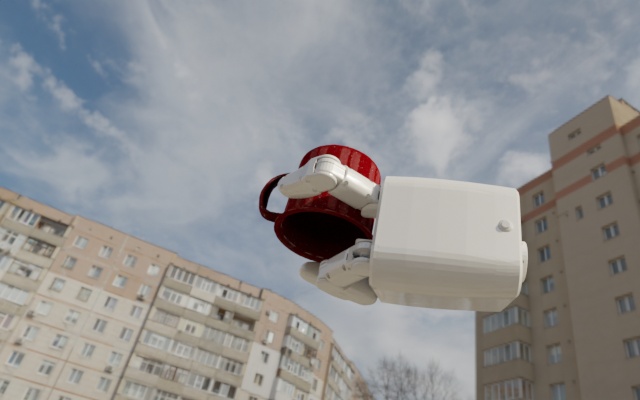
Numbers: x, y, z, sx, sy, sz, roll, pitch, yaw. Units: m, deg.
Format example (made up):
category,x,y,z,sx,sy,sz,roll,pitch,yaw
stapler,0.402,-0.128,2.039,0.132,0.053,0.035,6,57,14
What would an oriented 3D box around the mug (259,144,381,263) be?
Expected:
category,x,y,z,sx,sy,sz,roll,pitch,yaw
mug,-0.001,0.001,0.450,0.117,0.081,0.093,6,-35,13
